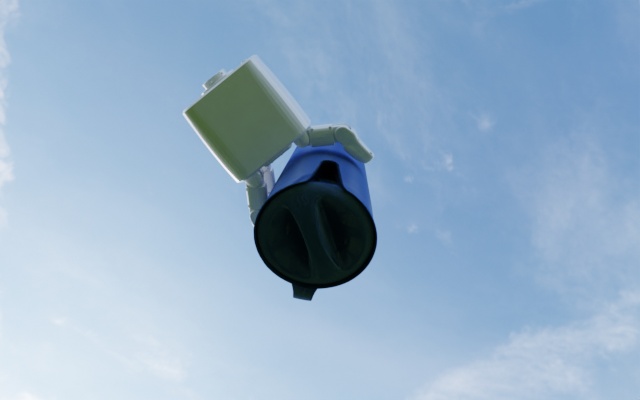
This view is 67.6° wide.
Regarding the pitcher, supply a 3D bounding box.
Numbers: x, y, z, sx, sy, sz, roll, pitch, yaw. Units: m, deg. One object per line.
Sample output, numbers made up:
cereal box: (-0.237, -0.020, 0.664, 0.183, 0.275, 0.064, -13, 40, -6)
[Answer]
pitcher: (0.000, 0.002, 0.618, 0.149, 0.145, 0.242, -32, 18, 18)
